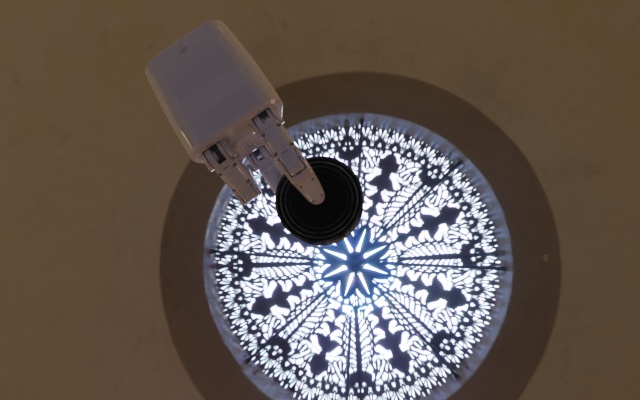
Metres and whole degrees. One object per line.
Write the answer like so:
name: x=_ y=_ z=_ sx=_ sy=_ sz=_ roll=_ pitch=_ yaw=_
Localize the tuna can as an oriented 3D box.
tuna can: x=0.000 y=0.002 z=0.475 sx=0.086 sy=0.086 sz=0.034 roll=0 pitch=-13 yaw=7
